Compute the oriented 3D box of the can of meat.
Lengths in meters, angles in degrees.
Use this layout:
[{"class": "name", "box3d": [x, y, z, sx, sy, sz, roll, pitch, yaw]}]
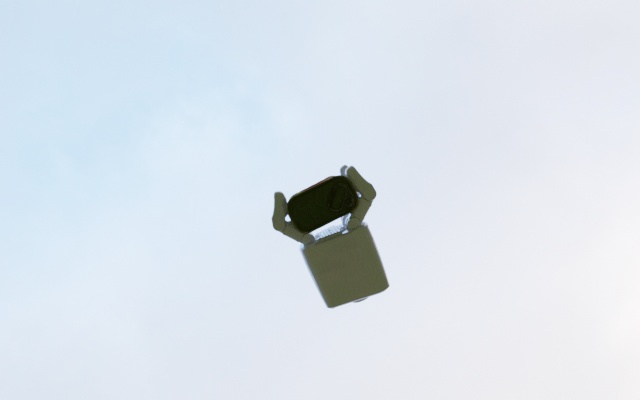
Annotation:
[{"class": "can of meat", "box3d": [0.000, 0.002, 0.717, 0.102, 0.057, 0.084, -27, 6, -2]}]
